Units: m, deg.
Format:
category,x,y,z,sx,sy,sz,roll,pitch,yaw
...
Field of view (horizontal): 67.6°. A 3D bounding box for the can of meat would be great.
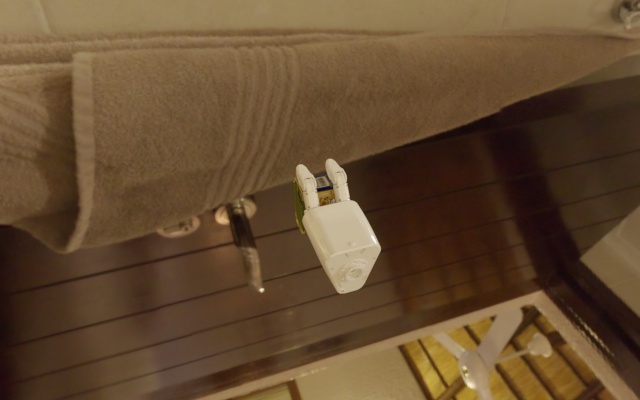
category,x,y,z,sx,sy,sz,roll,pitch,yaw
can of meat,0.000,0.003,0.850,0.084,0.102,0.057,-12,39,-14
